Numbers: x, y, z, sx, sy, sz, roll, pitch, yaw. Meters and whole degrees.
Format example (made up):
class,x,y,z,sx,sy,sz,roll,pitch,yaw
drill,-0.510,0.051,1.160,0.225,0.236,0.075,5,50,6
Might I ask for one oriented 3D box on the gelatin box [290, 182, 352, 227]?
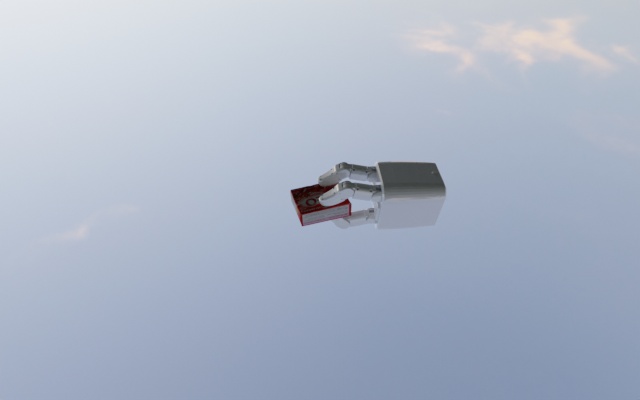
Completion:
class,x,y,z,sx,sy,sz,roll,pitch,yaw
gelatin box,0.000,0.003,0.810,0.089,0.030,0.073,-13,39,-11
